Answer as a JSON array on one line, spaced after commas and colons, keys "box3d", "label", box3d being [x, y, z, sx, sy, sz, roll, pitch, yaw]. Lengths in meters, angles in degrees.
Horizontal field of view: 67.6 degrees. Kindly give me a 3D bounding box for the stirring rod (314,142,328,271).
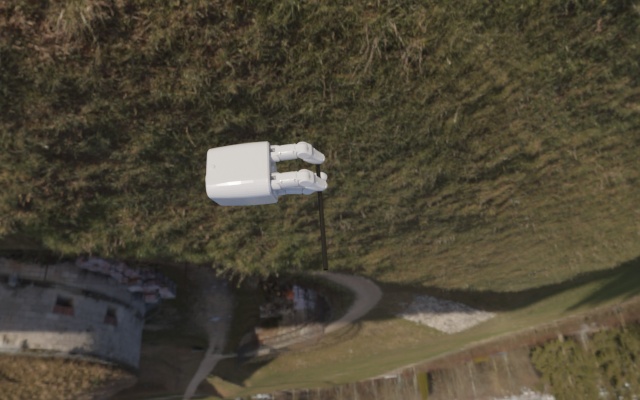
[{"box3d": [0.000, 0.003, 0.808, 0.011, 0.239, 0.011, -4, -27, -2], "label": "stirring rod"}]
